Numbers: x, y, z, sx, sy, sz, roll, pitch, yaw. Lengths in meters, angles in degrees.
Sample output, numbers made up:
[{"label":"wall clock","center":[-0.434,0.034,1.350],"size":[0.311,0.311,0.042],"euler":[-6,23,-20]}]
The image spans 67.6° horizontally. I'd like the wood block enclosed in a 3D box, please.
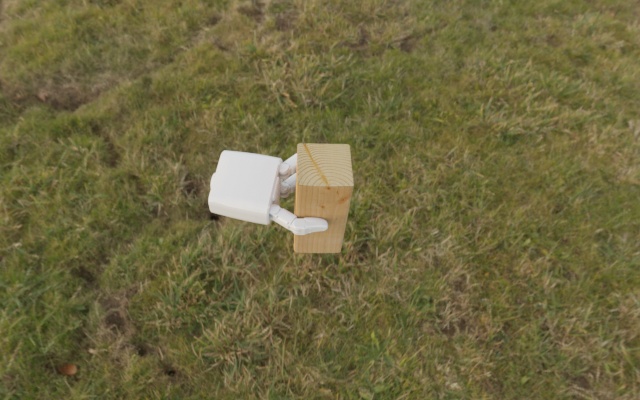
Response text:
[{"label":"wood block","center":[0.000,0.003,0.846],"size":[0.090,0.090,0.206],"euler":[1,-36,-4]}]
